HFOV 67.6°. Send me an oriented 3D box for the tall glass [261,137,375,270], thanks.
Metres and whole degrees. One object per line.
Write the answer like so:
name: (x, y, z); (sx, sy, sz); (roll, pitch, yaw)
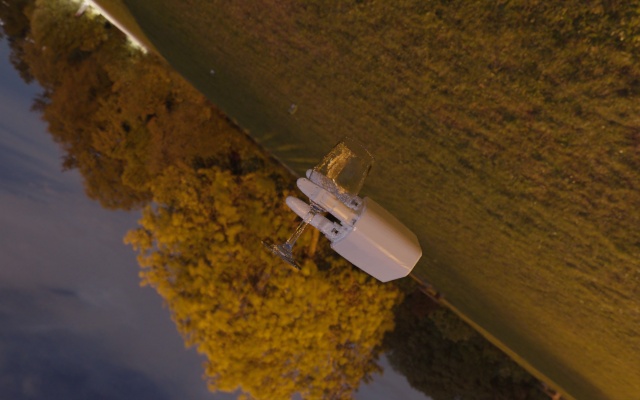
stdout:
tall glass: (0.000, 0.003, 0.719); (0.079, 0.201, 0.079); (36, -4, 3)
